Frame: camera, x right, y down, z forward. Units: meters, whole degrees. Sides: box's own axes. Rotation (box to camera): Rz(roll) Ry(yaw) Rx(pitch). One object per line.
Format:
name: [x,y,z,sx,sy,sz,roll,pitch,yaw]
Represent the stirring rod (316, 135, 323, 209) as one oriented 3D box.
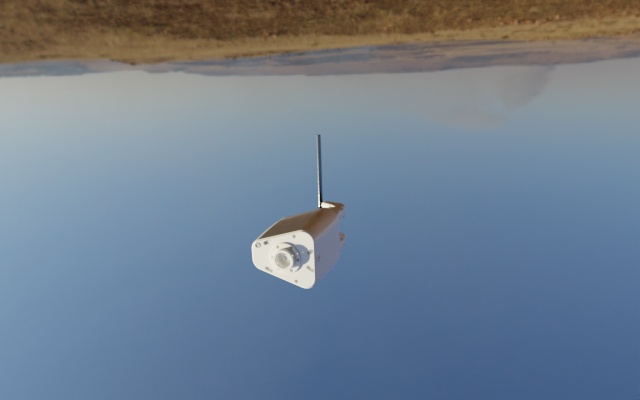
stirring rod: [0.000,0.003,0.856,0.011,0.239,0.011,-2,16,0]
